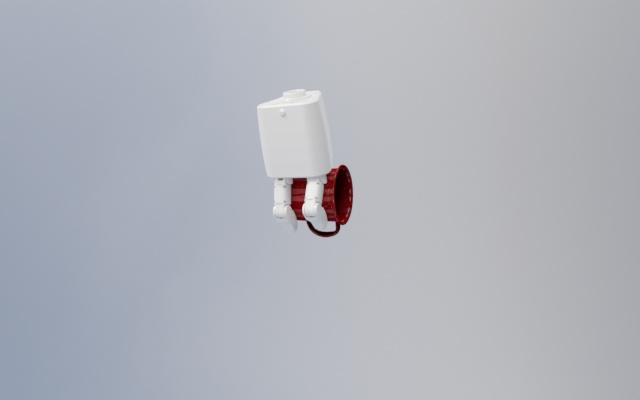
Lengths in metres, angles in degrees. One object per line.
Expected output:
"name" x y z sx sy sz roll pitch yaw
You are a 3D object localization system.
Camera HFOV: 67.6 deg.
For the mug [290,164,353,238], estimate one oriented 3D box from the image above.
"mug" 0.000 0.004 0.747 0.081 0.117 0.093 0 22 22
